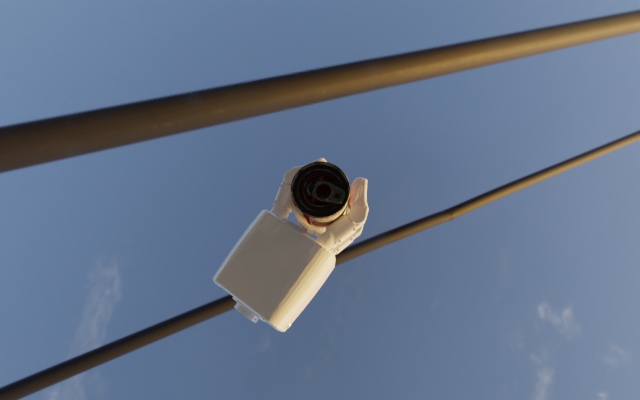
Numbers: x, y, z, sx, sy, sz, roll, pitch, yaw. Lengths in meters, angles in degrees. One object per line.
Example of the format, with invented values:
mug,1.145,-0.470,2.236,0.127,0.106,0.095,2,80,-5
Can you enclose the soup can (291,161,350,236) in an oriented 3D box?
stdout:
soup can,0.000,0.002,0.588,0.068,0.068,0.102,0,-17,0
